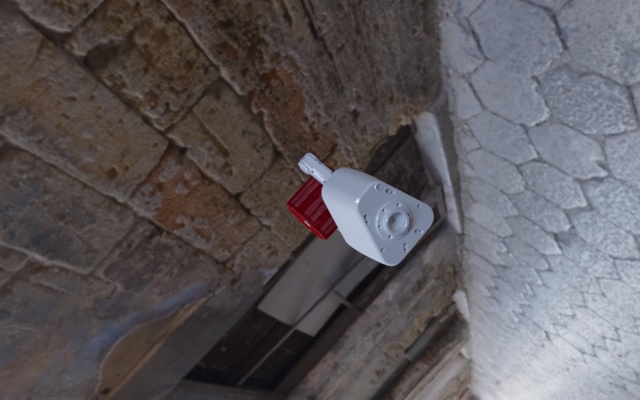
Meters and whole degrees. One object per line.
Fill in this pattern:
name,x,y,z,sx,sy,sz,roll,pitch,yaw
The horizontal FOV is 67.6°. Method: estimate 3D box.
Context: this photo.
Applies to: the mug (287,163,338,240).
mug,-0.001,0.002,0.723,0.093,0.081,0.117,45,-8,-21
